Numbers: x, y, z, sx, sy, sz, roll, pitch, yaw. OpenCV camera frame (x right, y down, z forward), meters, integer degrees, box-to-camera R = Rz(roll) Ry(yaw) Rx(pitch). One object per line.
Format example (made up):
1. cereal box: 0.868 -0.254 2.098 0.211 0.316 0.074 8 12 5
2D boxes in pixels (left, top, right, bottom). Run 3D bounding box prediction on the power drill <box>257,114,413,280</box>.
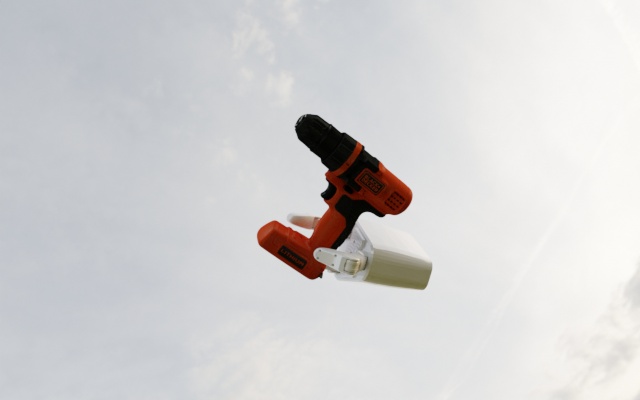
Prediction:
1. power drill: 0.000 0.003 0.630 0.184 0.188 0.057 37 19 -15
